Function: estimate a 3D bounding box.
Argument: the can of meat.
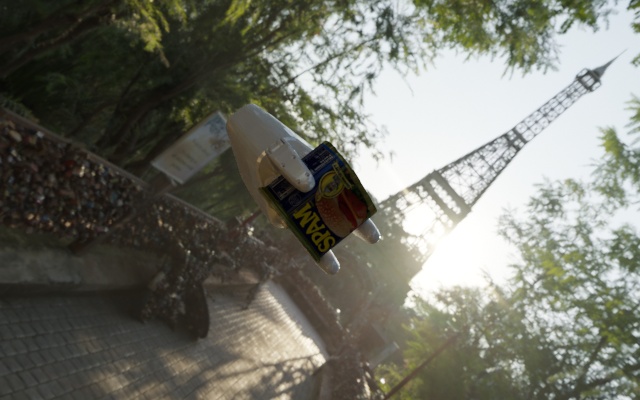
[{"bbox_3d":[0.000,0.001,0.487,0.057,0.084,0.102,46,-7,47],"label":"can of meat"}]
